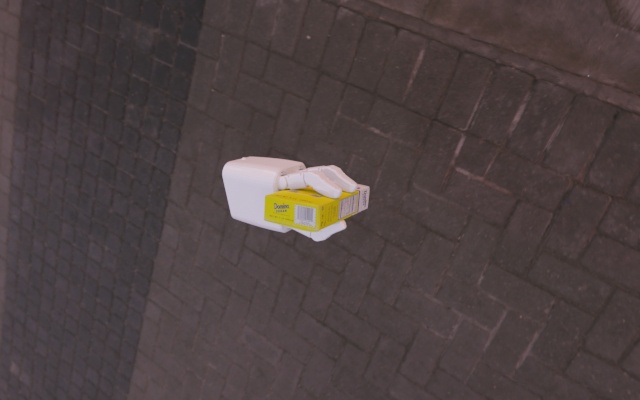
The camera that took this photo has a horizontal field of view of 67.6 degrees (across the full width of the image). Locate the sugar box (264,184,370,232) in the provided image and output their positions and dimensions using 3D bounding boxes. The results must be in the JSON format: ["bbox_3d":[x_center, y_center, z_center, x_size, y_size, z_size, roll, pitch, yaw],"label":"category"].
[{"bbox_3d":[0.000,0.002,0.747,0.093,0.048,0.176,12,18,26],"label":"sugar box"}]
